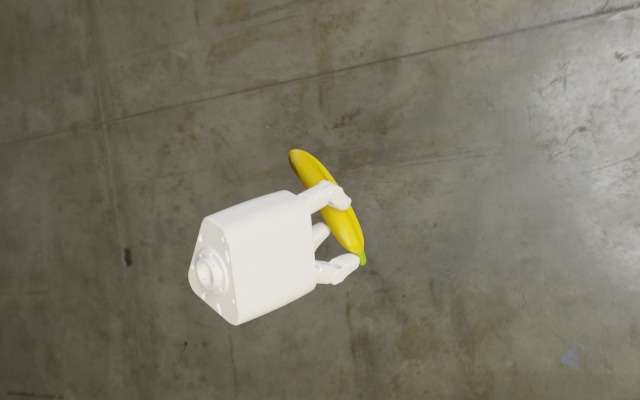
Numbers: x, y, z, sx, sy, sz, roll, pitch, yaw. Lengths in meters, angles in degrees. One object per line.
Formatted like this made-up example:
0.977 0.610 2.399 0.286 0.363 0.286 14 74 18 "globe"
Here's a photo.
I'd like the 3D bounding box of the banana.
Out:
0.005 -0.004 0.640 0.037 0.197 0.070 -23 -22 -20 "banana"
